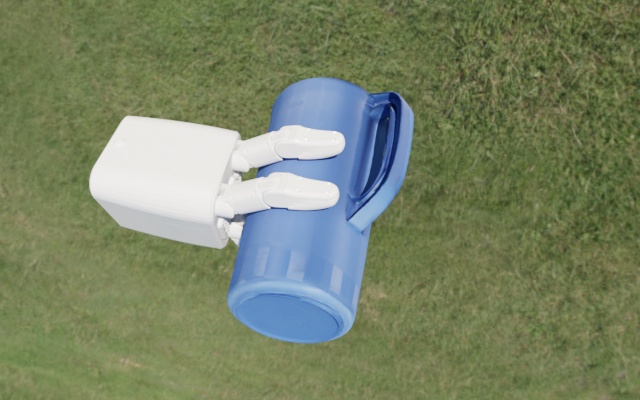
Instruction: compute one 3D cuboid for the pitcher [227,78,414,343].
[{"bbox_3d":[0.000,0.002,0.458,0.145,0.242,0.149,11,-38,0],"label":"pitcher"}]
